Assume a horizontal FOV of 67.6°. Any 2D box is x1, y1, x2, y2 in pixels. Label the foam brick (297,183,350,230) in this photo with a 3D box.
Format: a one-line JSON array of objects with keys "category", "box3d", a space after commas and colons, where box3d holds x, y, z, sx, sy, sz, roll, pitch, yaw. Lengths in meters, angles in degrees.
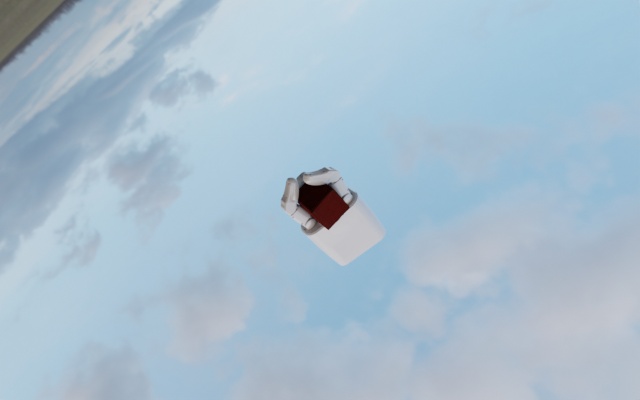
[{"category": "foam brick", "box3d": [0.000, 0.003, 0.782, 0.051, 0.053, 0.078, 47, -6, -33]}]
